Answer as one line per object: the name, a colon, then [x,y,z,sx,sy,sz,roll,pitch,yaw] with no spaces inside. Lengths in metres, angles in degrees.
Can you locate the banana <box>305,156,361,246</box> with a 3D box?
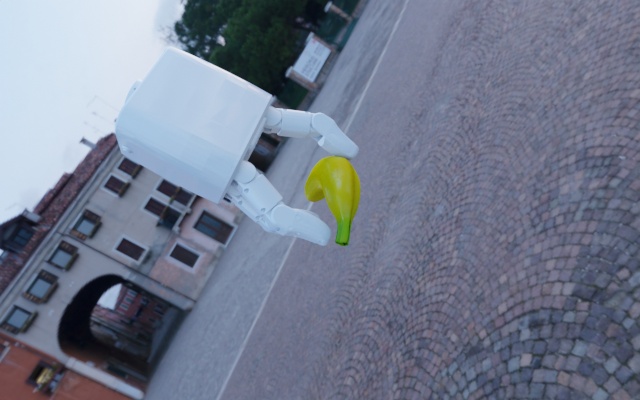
banana: [0.008,-0.014,0.499,0.037,0.069,0.197,23,8,-11]
